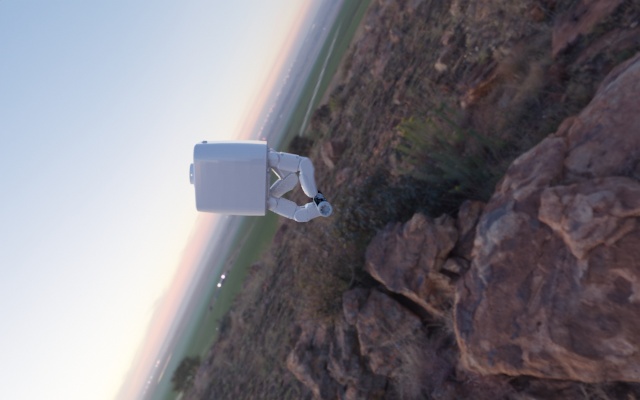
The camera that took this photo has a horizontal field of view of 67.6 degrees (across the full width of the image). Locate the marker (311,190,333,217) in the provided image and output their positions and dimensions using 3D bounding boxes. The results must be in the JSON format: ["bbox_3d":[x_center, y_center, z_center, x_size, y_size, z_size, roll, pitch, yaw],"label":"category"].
[{"bbox_3d":[0.000,0.002,0.697,0.020,0.020,0.121,0,10,-7],"label":"marker"}]
